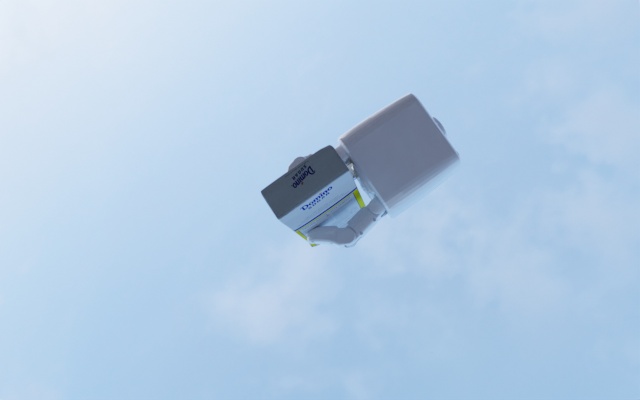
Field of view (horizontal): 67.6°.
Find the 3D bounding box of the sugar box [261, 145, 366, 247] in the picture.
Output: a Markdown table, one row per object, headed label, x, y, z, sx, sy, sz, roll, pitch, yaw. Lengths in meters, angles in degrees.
| label | x | y | z | sx | sy | sz | roll | pitch | yaw |
| --- | --- | --- | --- | --- | --- | --- | --- | --- | --- |
| sugar box | 0.000 | 0.001 | 0.577 | 0.093 | 0.048 | 0.176 | -35 | -22 | 0 |
